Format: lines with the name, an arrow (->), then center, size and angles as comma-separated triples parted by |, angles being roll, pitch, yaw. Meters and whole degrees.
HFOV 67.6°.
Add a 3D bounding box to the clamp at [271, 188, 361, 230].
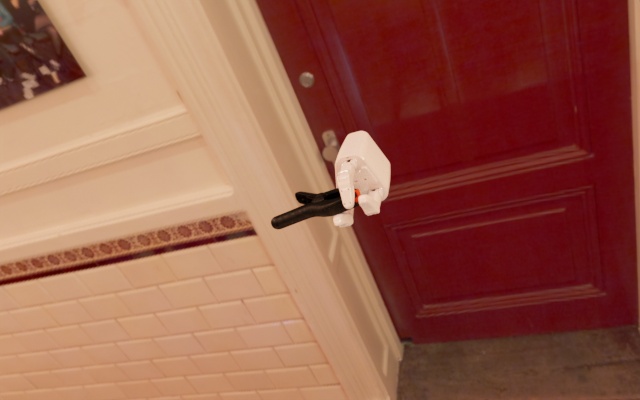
clamp -> 0.000, 0.002, 0.882 | 0.171, 0.039, 0.120 | -12, 29, 21
